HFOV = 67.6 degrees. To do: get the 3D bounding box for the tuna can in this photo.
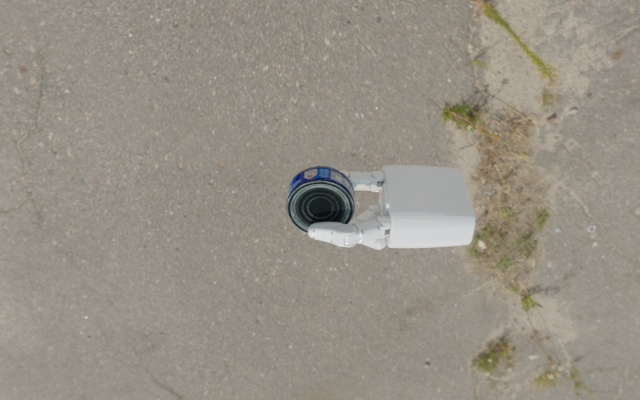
[{"bbox_3d":[0.000,0.002,0.598,0.086,0.086,0.033,0,34,2],"label":"tuna can"}]
